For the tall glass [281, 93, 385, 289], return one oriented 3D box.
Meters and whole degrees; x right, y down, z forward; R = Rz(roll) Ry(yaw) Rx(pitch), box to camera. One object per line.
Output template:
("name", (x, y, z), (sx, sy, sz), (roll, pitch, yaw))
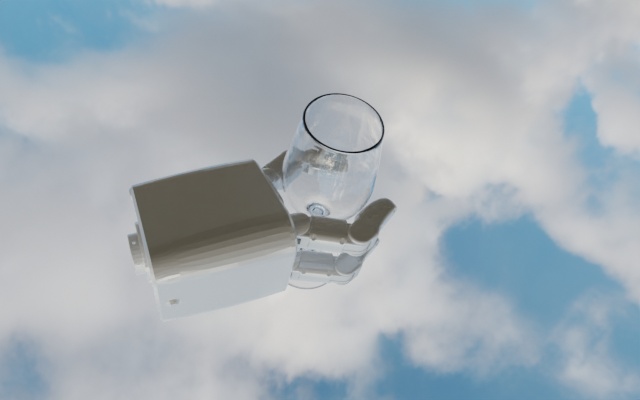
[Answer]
("tall glass", (0.000, 0.002, 0.426), (0.079, 0.079, 0.201), (0, -36, -13))
